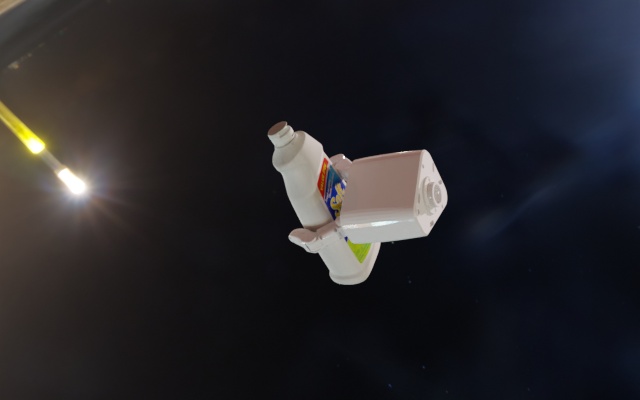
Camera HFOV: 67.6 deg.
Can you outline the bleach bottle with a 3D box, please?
[{"bbox_3d":[0.000,0.002,0.673,0.068,0.251,0.102,-6,41,36],"label":"bleach bottle"}]
